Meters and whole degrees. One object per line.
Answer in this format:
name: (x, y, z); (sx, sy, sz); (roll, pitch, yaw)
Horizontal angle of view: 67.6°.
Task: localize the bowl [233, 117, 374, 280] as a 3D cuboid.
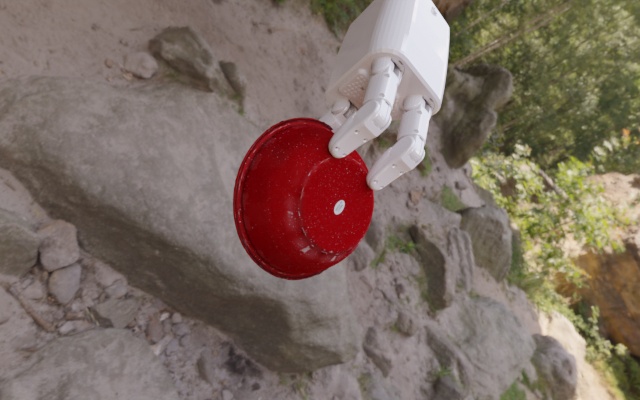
bowl: (0.000, 0.003, 0.455); (0.162, 0.162, 0.055); (0, 5, -40)
